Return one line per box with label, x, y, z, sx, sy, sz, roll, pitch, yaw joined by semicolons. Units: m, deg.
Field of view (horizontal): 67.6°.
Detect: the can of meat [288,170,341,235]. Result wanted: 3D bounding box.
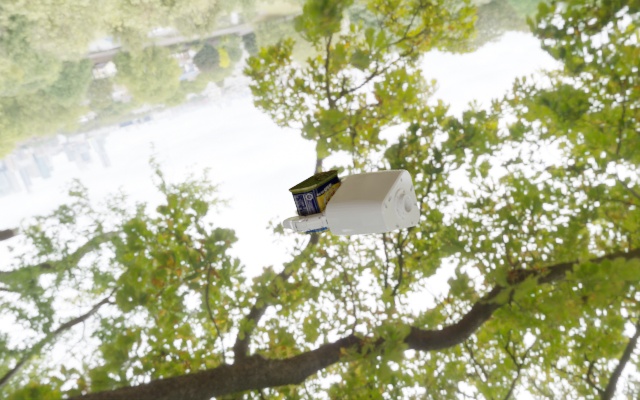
can of meat;0.000;0.003;0.823;0.057;0.084;0.102;-7;17;36
